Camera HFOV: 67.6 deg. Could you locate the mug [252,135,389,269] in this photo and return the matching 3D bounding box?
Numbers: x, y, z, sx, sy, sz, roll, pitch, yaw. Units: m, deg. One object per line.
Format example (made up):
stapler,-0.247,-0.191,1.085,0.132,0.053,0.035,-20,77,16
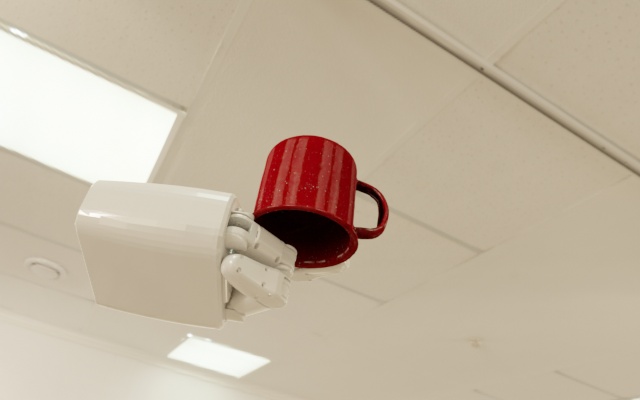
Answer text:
mug,0.002,0.001,0.403,0.117,0.081,0.093,8,-36,0
